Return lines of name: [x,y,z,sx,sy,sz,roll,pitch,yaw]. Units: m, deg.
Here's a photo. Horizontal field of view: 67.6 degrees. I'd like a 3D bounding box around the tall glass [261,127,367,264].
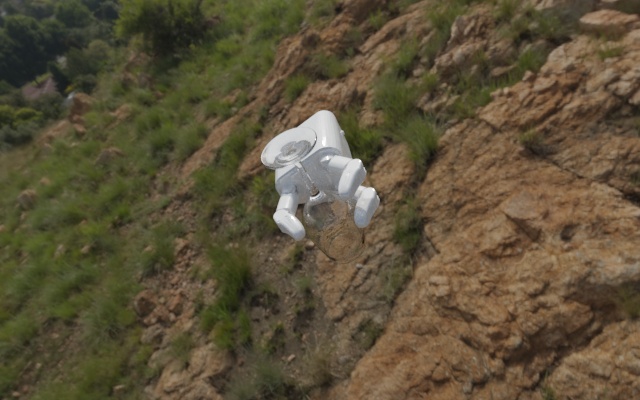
tall glass: [0.000,0.002,0.637,0.079,0.079,0.201,0,-42,32]
